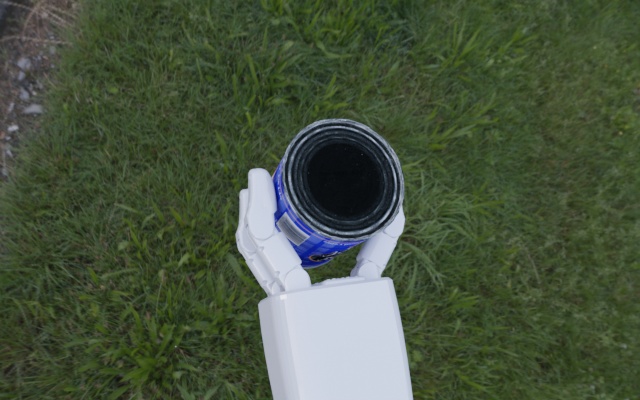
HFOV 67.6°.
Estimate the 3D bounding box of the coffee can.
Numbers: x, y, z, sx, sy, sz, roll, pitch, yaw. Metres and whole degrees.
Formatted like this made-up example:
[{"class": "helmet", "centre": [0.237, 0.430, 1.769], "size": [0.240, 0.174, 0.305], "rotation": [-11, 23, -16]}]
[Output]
[{"class": "coffee can", "centre": [0.000, 0.001, 0.438], "size": [0.103, 0.102, 0.140], "rotation": [0, -16, -17]}]
